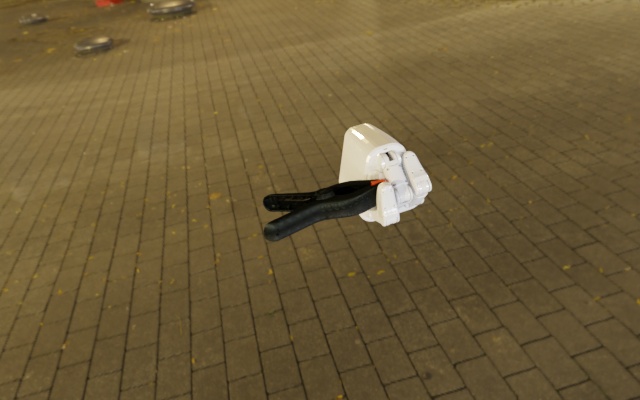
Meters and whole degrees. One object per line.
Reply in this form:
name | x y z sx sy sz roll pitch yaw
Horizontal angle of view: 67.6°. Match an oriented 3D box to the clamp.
clamp | 0.000 0.002 0.629 0.171 0.039 0.120 -14 27 -11
